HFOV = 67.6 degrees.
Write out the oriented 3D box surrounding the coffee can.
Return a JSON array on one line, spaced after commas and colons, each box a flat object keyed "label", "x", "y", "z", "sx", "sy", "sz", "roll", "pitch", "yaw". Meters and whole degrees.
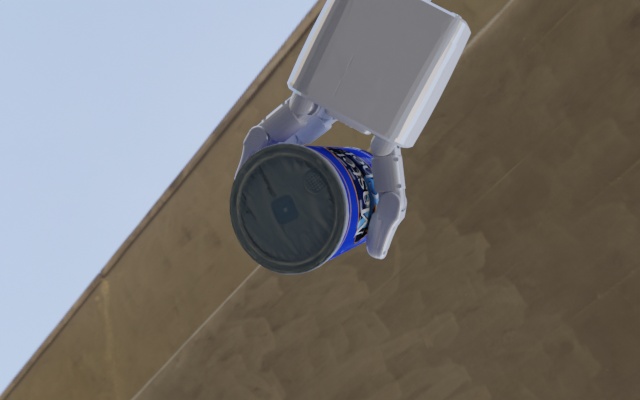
[{"label": "coffee can", "x": 0.000, "y": 0.002, "z": 0.432, "sx": 0.103, "sy": 0.103, "sz": 0.140, "roll": 0, "pitch": 5, "yaw": 24}]
